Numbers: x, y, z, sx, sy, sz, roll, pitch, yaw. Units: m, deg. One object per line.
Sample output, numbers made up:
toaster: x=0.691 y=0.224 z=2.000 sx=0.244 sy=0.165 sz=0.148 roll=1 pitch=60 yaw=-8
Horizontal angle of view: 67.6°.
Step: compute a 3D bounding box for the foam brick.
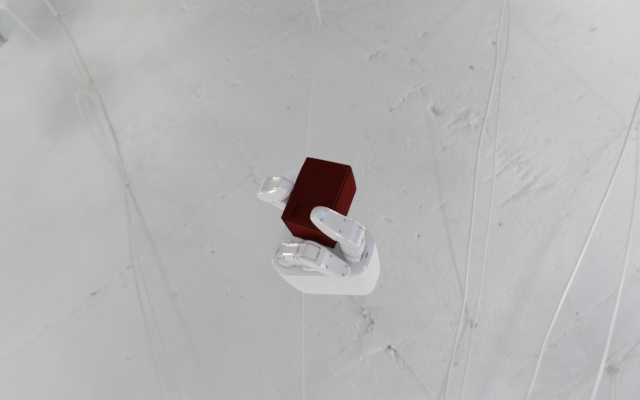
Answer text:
foam brick: x=0.000 y=0.001 z=0.512 sx=0.053 sy=0.078 sz=0.051 roll=15 pitch=-20 yaw=20
